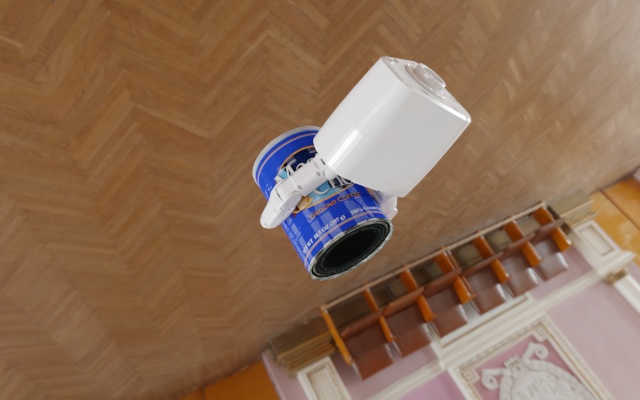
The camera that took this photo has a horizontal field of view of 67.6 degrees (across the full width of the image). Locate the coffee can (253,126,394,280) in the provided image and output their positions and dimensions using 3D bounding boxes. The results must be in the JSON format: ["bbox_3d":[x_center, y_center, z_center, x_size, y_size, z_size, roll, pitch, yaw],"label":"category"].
[{"bbox_3d":[0.000,0.002,0.531,0.103,0.140,0.103,-25,-29,-15],"label":"coffee can"}]
